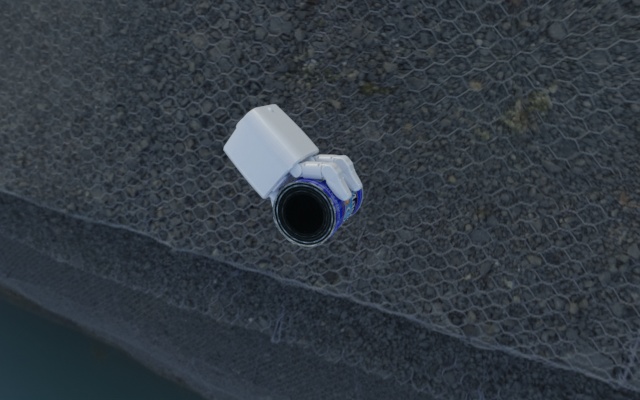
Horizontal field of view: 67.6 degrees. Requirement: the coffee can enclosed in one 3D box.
[{"bbox_3d":[0.000,0.003,0.765,0.103,0.103,0.140,0,16,22],"label":"coffee can"}]
